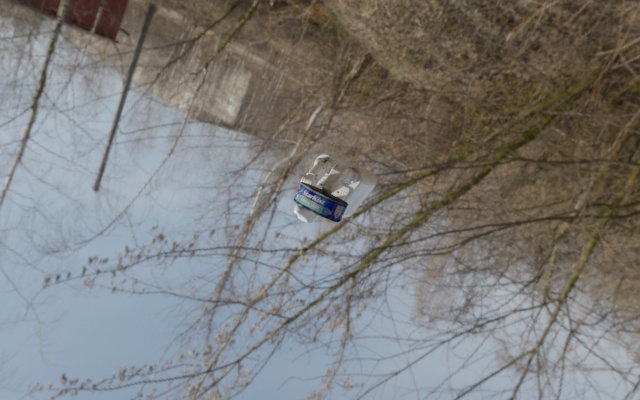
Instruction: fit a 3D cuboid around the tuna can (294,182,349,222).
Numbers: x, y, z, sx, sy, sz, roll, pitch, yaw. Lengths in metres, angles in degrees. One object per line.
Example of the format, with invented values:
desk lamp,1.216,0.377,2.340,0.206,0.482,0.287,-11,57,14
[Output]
tuna can,0.000,0.003,0.775,0.086,0.034,0.086,25,5,-3
